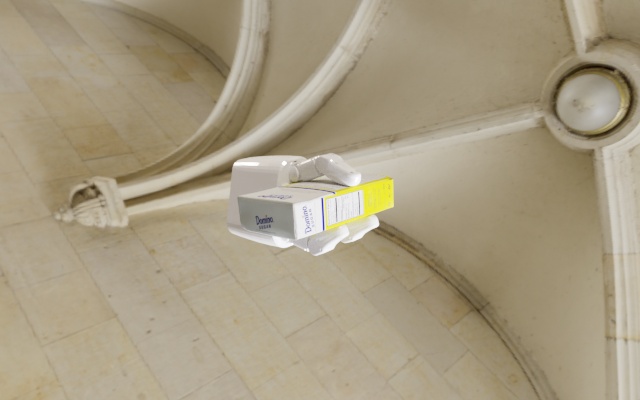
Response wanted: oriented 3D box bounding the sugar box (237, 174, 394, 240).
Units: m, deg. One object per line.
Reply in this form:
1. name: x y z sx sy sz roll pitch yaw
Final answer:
1. sugar box: 0.000 0.002 0.565 0.093 0.048 0.176 7 18 43
